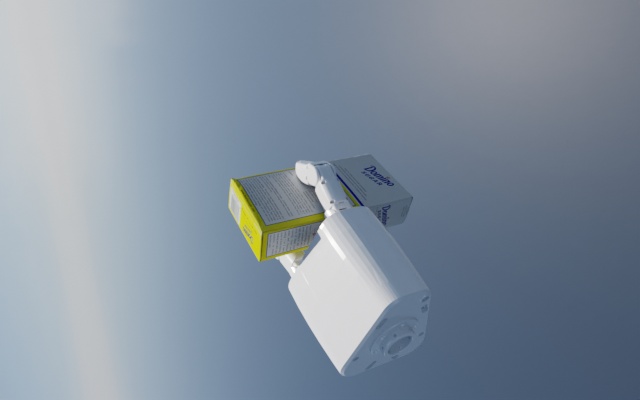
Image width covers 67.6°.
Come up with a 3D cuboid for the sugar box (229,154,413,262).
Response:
[{"bbox_3d":[0.000,0.002,0.513,0.176,0.048,0.093,-10,42,-27],"label":"sugar box"}]
